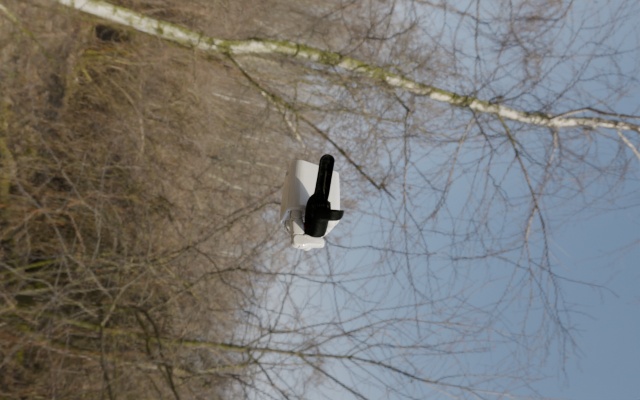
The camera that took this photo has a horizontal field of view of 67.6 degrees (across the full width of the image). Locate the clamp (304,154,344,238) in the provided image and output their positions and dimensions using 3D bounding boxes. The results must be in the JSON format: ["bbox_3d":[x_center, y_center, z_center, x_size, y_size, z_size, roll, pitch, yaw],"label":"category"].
[{"bbox_3d":[0.001,0.003,0.824,0.039,0.120,0.171,8,-25,-16],"label":"clamp"}]
